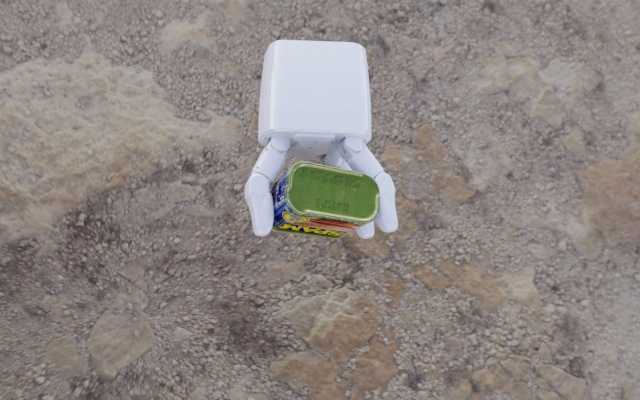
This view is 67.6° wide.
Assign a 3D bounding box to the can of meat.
[{"bbox_3d":[0.000,0.002,0.490,0.102,0.057,0.084,9,-17,-19],"label":"can of meat"}]
